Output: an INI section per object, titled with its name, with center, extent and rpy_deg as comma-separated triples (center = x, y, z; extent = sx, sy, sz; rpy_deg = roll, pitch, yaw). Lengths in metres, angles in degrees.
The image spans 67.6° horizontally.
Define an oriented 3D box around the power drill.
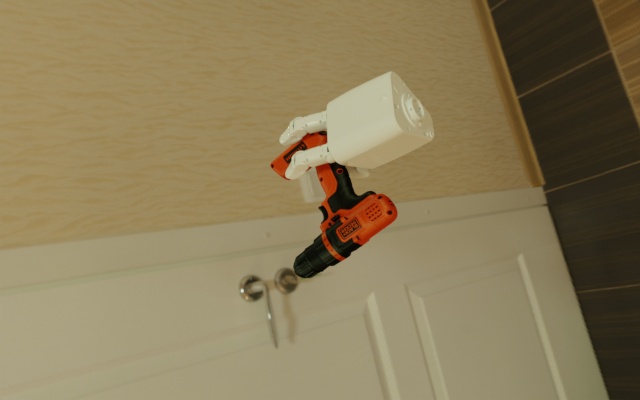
[power drill]
center = 0.000, 0.002, 0.723
extent = 0.184, 0.187, 0.057
rpy_deg = -37, -18, 18
